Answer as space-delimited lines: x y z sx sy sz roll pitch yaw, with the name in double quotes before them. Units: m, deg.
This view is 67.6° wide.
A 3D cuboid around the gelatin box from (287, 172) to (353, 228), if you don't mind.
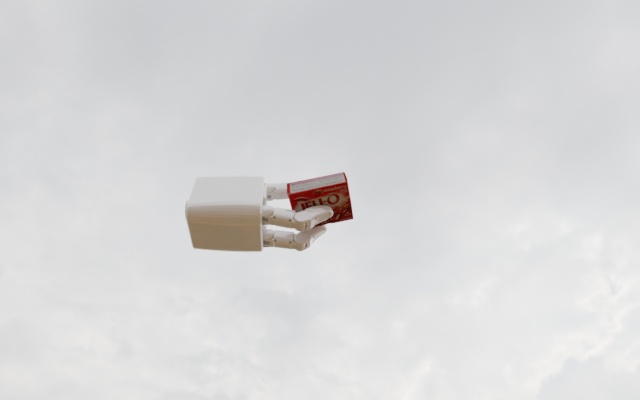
"gelatin box" 0.000 0.002 0.708 0.089 0.073 0.030 -12 39 0
